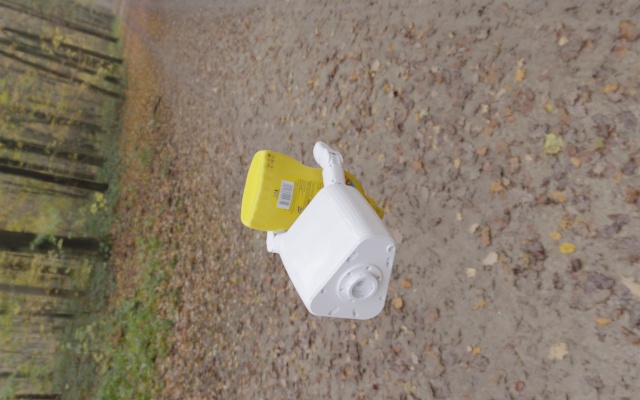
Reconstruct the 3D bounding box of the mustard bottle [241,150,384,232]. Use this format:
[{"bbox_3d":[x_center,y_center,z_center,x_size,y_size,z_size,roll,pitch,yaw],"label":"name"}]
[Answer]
[{"bbox_3d":[0.000,0.002,0.615,0.191,0.096,0.058,12,-1,-27],"label":"mustard bottle"}]
